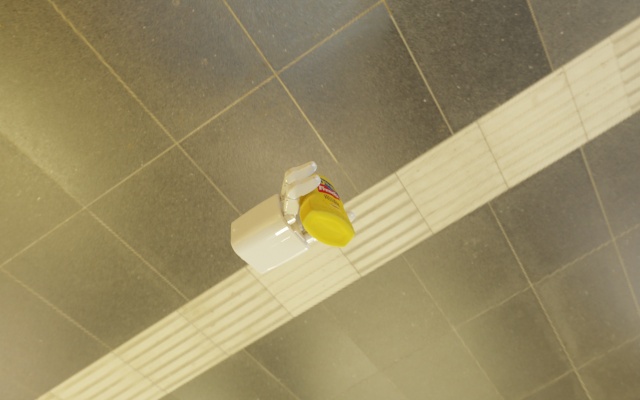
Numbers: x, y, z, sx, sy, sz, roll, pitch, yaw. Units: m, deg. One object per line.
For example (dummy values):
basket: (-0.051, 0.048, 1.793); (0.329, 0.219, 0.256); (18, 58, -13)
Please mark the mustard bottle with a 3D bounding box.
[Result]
mustard bottle: (0.000, 0.003, 0.856); (0.096, 0.058, 0.191); (29, 20, -23)
